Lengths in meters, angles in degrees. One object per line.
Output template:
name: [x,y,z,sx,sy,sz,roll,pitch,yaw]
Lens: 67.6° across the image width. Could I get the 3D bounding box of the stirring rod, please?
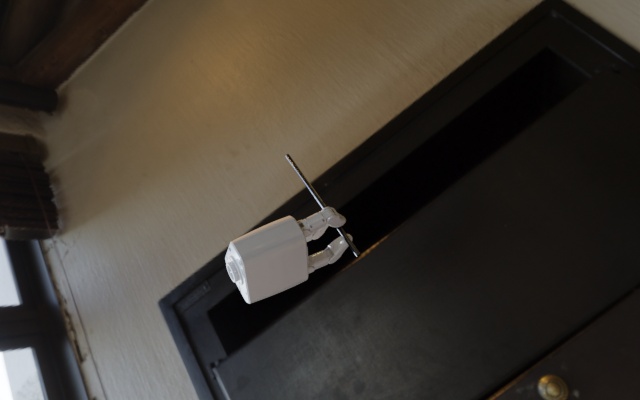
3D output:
stirring rod: [0.000,0.003,0.822,0.011,0.239,0.011,-26,-30,-17]
